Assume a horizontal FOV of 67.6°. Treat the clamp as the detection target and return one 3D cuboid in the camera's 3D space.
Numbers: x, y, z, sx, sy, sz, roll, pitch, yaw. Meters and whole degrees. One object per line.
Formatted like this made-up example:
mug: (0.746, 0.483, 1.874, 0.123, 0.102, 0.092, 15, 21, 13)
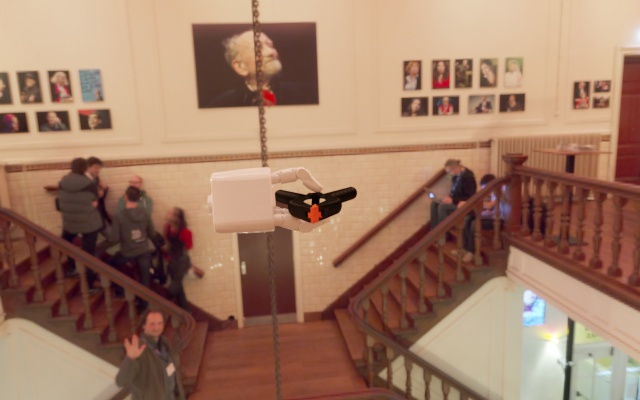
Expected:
clamp: (0.000, 0.002, 0.871, 0.164, 0.036, 0.210, -5, 11, -6)
